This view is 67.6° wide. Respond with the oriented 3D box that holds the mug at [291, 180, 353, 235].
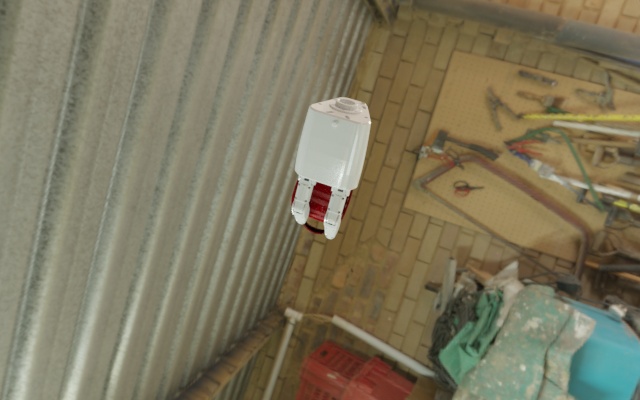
[{"bbox_3d":[0.000,0.004,0.806,0.081,0.117,0.093,20,28,12],"label":"mug"}]
